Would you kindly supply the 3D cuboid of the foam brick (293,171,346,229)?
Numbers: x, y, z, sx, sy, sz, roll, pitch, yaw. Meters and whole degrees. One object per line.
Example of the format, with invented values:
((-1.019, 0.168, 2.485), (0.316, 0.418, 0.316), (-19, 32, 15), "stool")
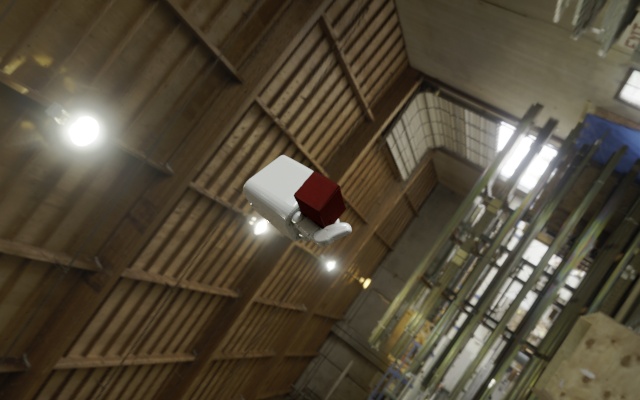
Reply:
((0.000, 0.002, 0.733), (0.051, 0.053, 0.078), (34, -17, 24), "foam brick")
